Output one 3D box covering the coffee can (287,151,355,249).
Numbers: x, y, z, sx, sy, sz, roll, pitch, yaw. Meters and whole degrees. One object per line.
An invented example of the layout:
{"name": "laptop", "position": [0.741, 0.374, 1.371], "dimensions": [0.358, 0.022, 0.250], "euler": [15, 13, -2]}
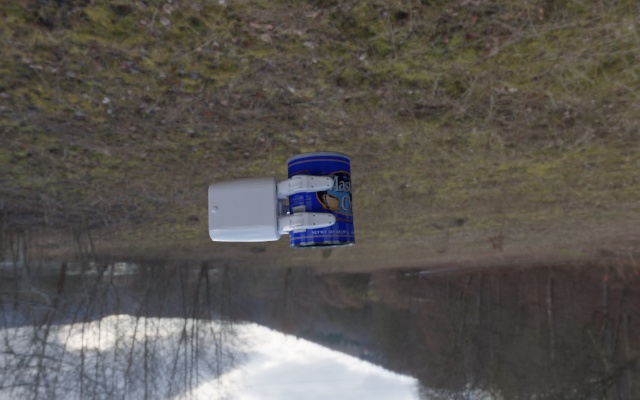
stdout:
{"name": "coffee can", "position": [0.000, 0.002, 0.758], "dimensions": [0.103, 0.140, 0.103], "euler": [-3, -9, 0]}
